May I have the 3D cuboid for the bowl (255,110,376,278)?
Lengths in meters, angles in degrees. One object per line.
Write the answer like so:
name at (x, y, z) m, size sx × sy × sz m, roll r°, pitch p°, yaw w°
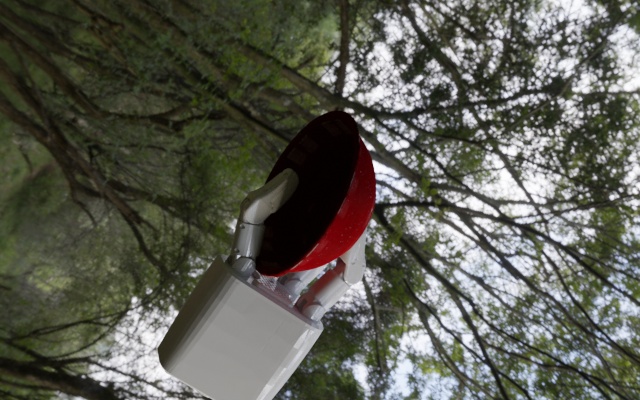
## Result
bowl at (0.001, 0.001, 0.436) m, size 0.055 × 0.162 × 0.162 m, roll 27°, pitch -13°, yaw -28°
